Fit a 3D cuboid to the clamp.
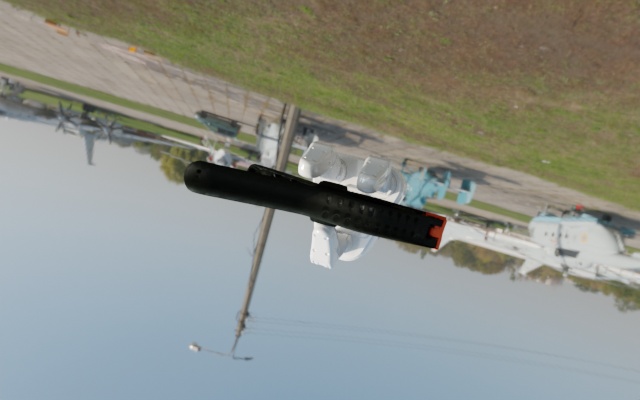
[{"bbox_3d":[0.000,0.002,0.408,0.210,0.036,0.164,16,7,14],"label":"clamp"}]
